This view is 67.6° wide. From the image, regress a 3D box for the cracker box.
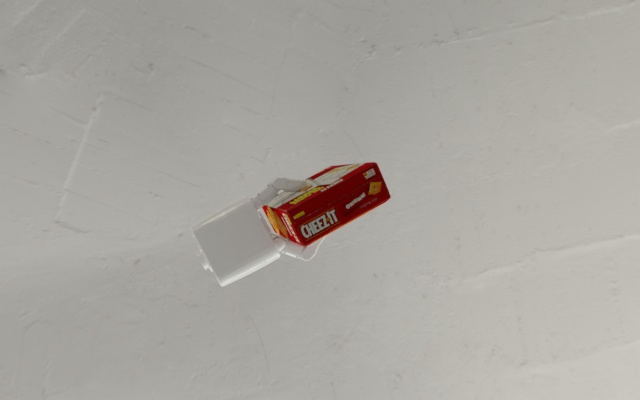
[{"bbox_3d":[0.000,0.003,0.819,0.164,0.072,0.213,-29,11,-14],"label":"cracker box"}]
